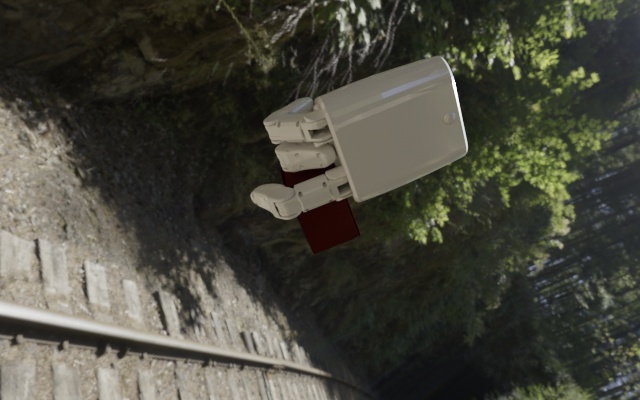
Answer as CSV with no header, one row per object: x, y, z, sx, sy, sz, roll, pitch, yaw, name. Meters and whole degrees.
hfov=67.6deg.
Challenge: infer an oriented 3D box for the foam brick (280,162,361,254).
0.000,0.002,0.463,0.051,0.078,0.053,-22,28,0,foam brick
